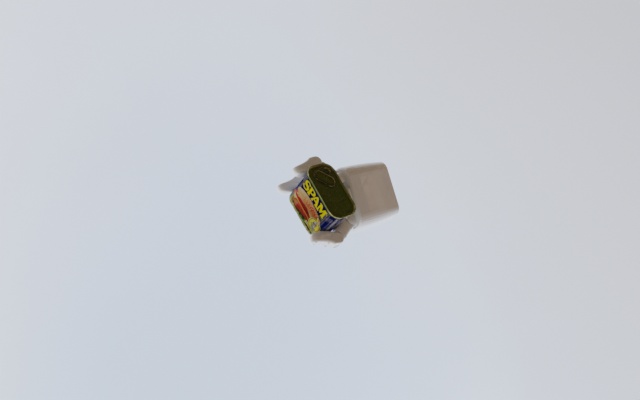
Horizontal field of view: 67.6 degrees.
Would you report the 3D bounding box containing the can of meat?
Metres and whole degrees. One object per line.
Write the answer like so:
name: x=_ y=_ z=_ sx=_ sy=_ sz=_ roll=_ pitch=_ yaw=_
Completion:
can of meat: x=0.000 y=0.003 z=0.808 sx=0.057 sy=0.102 sz=0.084 roll=-18 pitch=-19 yaw=-38
